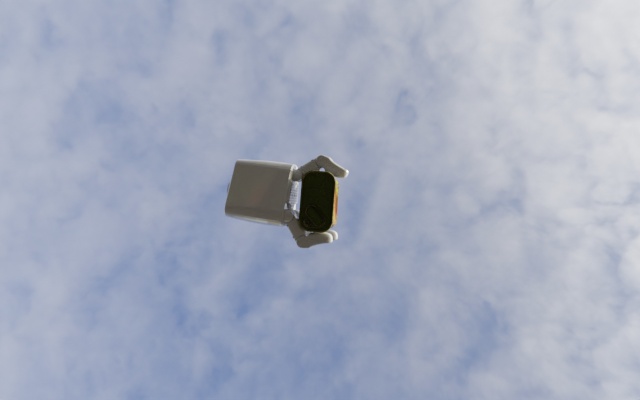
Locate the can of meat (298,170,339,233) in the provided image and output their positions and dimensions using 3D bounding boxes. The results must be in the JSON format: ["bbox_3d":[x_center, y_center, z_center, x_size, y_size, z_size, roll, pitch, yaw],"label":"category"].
[{"bbox_3d":[0.000,0.003,0.826,0.057,0.102,0.084,4,-1,9],"label":"can of meat"}]
